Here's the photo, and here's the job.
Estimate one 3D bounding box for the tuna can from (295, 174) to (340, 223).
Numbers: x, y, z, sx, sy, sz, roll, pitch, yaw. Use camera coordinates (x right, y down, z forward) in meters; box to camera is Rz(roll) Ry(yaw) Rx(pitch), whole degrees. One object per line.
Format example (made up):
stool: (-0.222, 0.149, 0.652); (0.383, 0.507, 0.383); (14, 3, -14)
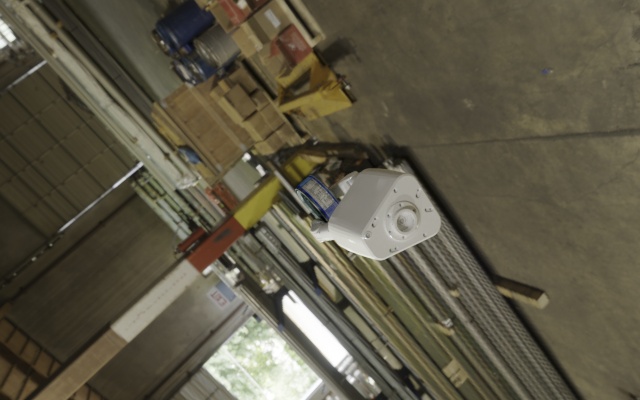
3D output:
tuna can: (0.000, 0.003, 0.741); (0.034, 0.086, 0.086); (-42, 8, -9)
